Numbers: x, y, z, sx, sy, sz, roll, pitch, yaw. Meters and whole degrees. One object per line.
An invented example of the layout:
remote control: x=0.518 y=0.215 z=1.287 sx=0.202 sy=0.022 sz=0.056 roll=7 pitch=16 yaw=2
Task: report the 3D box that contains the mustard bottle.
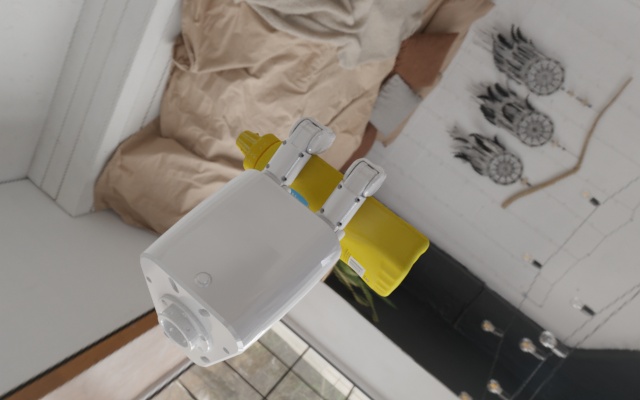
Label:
mustard bottle: x=0.000 y=0.001 z=0.420 sx=0.191 sy=0.058 sz=0.096 roll=38 pitch=-15 yaw=12
